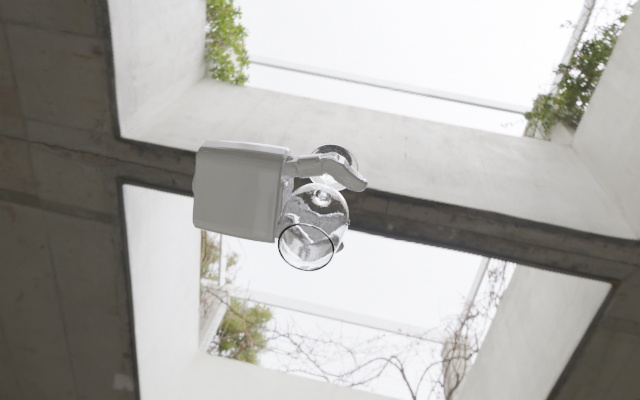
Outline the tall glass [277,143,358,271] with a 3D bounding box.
[{"bbox_3d":[0.000,0.002,0.590,0.079,0.079,0.201,0,30,10],"label":"tall glass"}]
